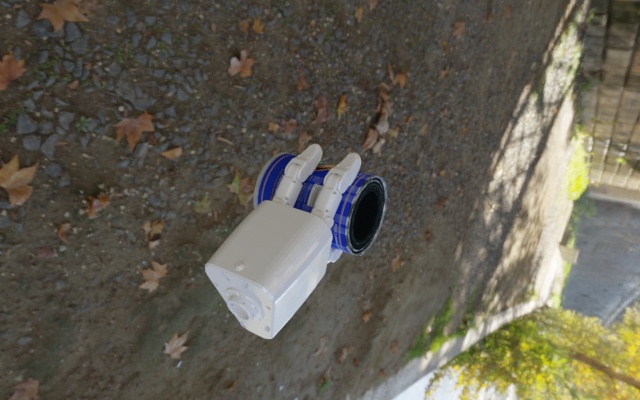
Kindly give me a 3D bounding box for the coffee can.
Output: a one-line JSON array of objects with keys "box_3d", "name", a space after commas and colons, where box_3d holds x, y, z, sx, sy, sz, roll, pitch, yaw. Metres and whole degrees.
[{"box_3d": [0.000, 0.002, 0.614, 0.140, 0.103, 0.103, 16, 8, 29], "name": "coffee can"}]
